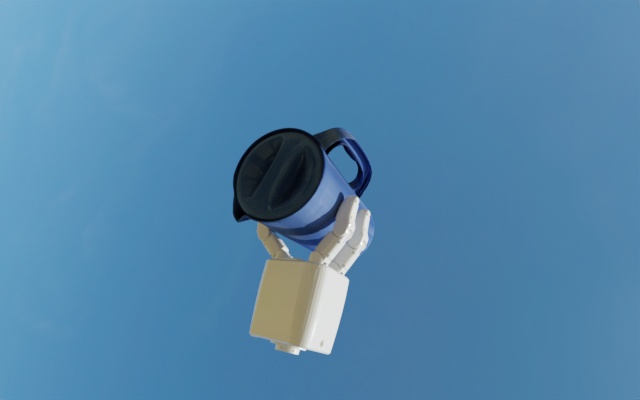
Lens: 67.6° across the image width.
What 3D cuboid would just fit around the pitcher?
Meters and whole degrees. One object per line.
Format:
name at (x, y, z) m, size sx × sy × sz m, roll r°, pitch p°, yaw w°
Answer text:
pitcher at (0.000, 0.002, 0.696) m, size 0.149 × 0.145 × 0.243 m, roll 2°, pitch -21°, yaw 27°
